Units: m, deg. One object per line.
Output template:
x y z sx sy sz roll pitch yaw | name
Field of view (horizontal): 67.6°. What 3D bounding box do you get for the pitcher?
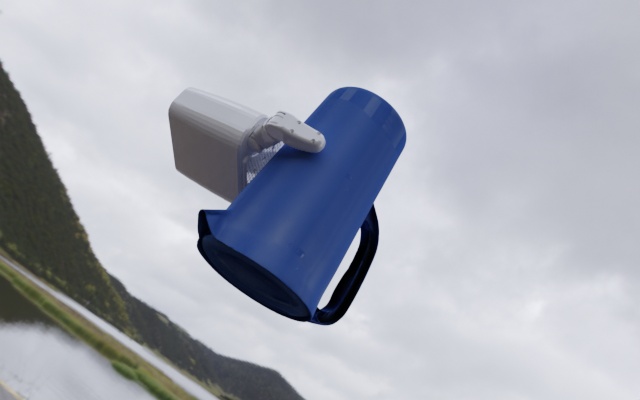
0.000 0.002 0.511 0.145 0.242 0.149 25 -27 20 | pitcher
